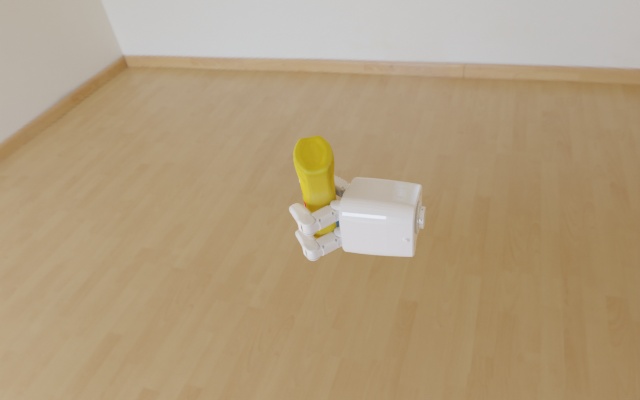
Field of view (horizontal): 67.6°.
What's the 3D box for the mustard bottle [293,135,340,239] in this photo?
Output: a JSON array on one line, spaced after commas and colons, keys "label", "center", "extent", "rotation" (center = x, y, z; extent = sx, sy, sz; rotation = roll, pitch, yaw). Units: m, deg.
[{"label": "mustard bottle", "center": [0.000, 0.002, 0.740], "extent": [0.058, 0.192, 0.096], "rotation": [-11, 41, -3]}]
